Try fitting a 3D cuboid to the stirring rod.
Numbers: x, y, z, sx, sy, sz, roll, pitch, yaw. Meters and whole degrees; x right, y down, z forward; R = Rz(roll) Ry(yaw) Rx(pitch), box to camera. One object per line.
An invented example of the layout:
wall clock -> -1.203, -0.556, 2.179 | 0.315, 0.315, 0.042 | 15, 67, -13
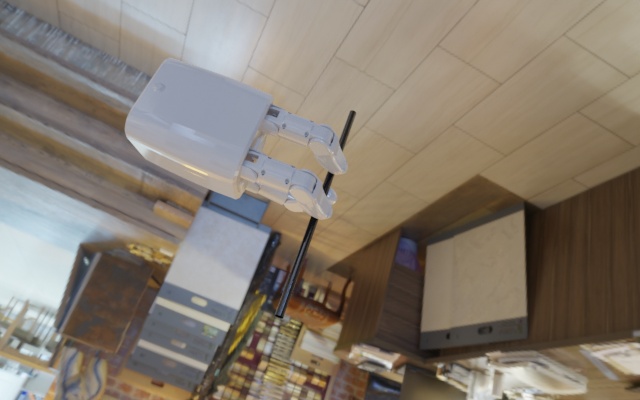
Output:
stirring rod -> 0.000, 0.001, 0.470 | 0.011, 0.239, 0.011 | 15, -30, 9
